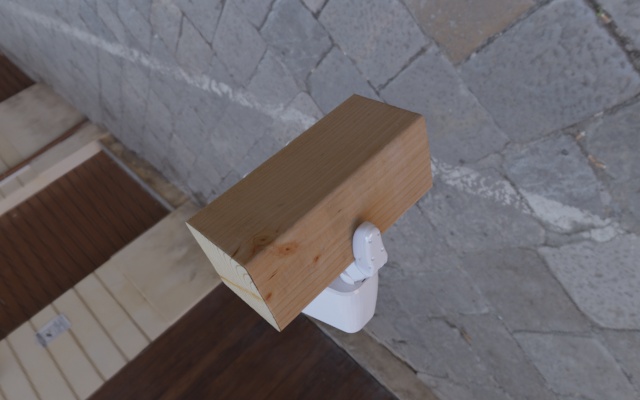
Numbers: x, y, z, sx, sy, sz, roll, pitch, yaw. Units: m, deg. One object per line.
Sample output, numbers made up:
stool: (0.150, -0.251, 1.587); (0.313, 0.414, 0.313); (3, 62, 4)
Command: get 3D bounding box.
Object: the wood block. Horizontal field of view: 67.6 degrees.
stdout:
wood block: (0.000, 0.002, 0.433); (0.206, 0.090, 0.090); (-41, 46, -23)
